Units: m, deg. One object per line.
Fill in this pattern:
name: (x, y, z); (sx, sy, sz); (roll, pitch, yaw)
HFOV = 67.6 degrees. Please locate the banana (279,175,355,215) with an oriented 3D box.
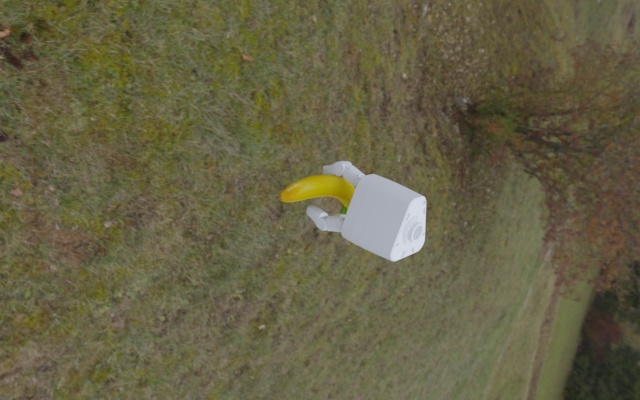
banana: (0.011, -0.013, 0.830); (0.037, 0.069, 0.198); (35, 12, 36)
